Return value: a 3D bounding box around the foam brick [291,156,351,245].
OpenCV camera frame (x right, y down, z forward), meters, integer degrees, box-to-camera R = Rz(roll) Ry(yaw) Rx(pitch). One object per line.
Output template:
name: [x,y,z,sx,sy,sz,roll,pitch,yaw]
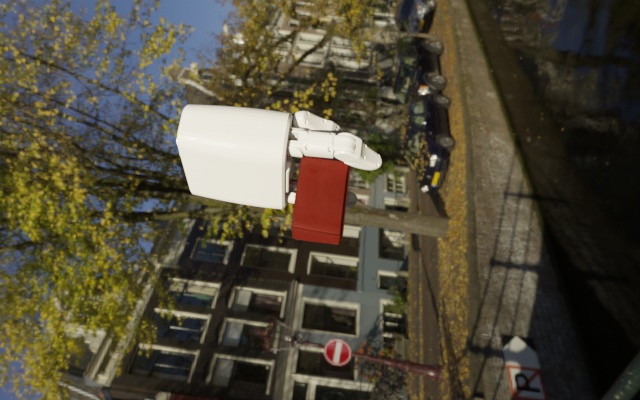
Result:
foam brick: [0.000,0.002,0.492,0.051,0.078,0.053,7,-17,0]
